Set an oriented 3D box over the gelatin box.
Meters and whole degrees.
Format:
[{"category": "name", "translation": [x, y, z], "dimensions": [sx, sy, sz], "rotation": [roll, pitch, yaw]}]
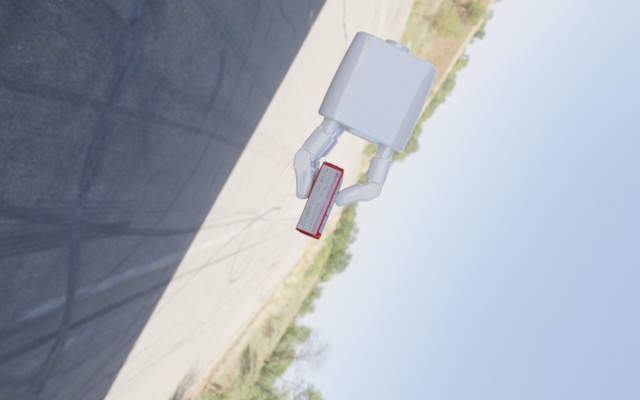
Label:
[{"category": "gelatin box", "translation": [0.000, 0.002, 0.587], "dimensions": [0.030, 0.089, 0.073], "rotation": [21, -5, 5]}]
